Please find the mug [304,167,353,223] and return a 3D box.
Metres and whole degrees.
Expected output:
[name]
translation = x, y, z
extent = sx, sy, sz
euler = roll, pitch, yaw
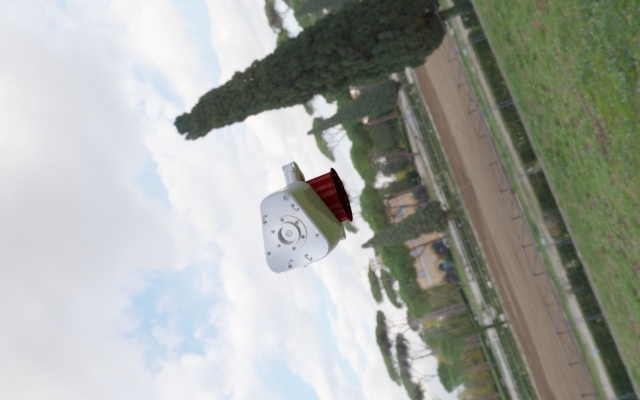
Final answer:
[mug]
translation = 0.000, 0.002, 0.778
extent = 0.081, 0.093, 0.117
euler = -21, 3, 12
